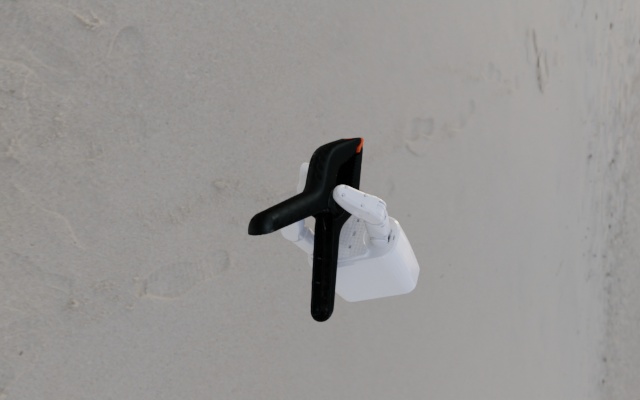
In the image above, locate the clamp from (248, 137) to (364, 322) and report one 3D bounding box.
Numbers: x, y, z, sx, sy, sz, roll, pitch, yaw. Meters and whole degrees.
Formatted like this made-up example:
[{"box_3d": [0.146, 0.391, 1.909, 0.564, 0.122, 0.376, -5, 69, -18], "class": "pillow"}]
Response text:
[{"box_3d": [0.001, 0.001, 0.508, 0.036, 0.210, 0.165, 2, -33, 29], "class": "clamp"}]
